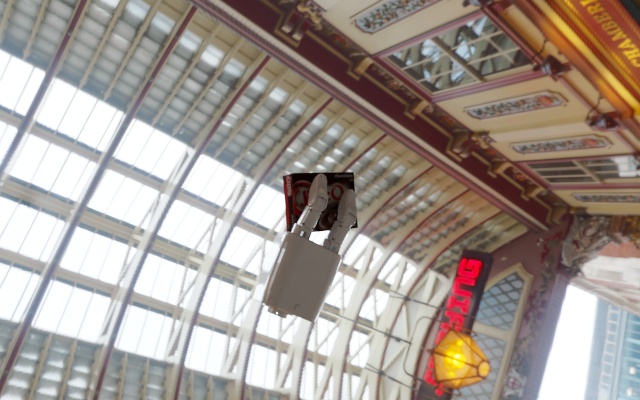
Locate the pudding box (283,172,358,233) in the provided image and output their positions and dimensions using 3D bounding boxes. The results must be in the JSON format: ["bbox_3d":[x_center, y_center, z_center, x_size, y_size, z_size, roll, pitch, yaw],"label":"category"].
[{"bbox_3d":[0.000,0.002,0.736,0.113,0.090,0.039,-3,-1,-32],"label":"pudding box"}]
